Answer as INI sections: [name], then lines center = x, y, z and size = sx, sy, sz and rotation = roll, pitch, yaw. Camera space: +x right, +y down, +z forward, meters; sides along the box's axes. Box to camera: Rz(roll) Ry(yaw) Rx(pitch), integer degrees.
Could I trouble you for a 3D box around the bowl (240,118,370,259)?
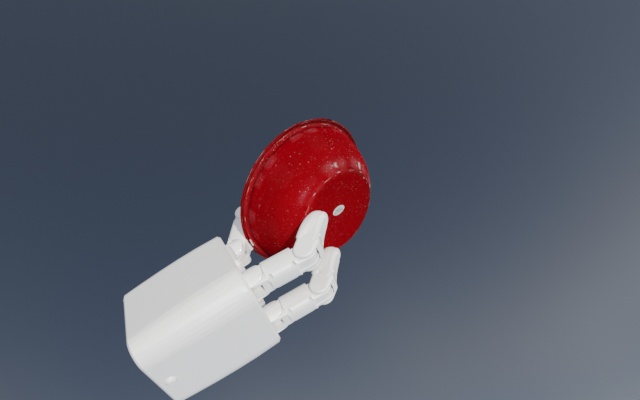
[bowl]
center = 0.001, 0.001, 0.489
size = 0.162, 0.162, 0.055
rotation = 0, 23, -46
